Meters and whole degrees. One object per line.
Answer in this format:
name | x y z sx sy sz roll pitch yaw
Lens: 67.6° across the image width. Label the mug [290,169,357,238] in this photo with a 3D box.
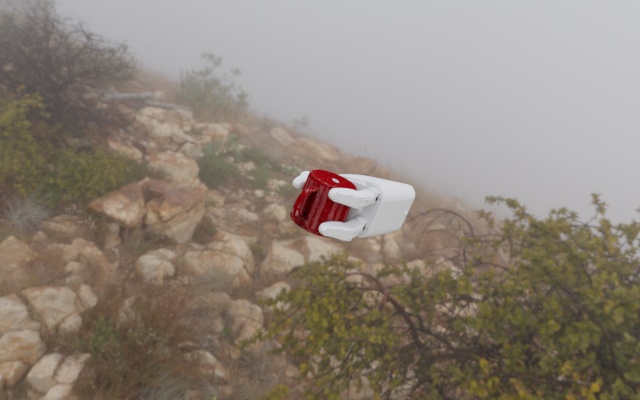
mug | -0.001 0.002 0.752 0.093 0.081 0.117 34 22 34
